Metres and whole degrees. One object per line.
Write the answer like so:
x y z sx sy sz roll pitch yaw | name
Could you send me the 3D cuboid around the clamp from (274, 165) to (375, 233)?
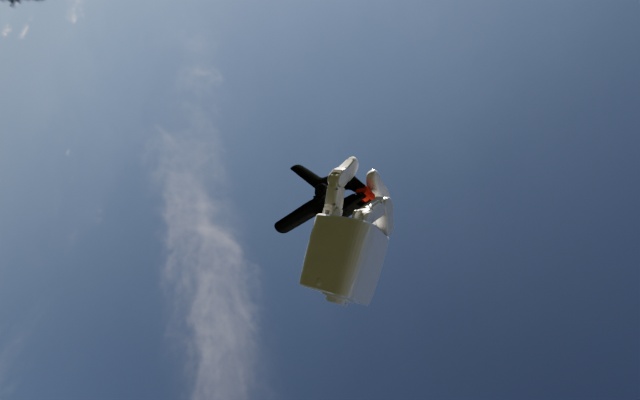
0.001 0.003 0.739 0.171 0.120 0.039 6 -15 42 | clamp
